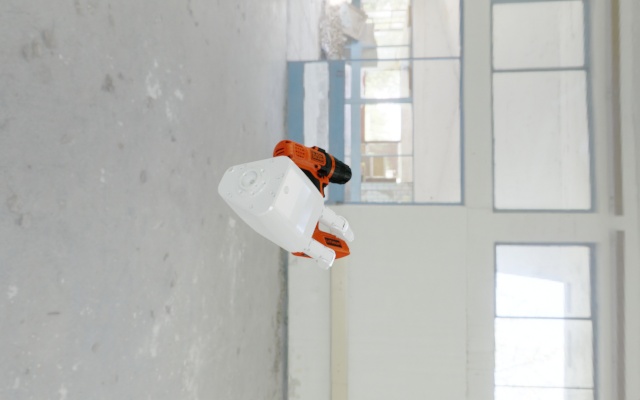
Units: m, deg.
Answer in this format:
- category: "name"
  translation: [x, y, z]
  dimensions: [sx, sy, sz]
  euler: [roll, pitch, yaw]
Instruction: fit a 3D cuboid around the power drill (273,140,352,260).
- category: "power drill"
  translation: [0.000, 0.003, 0.795]
  dimensions: [0.057, 0.187, 0.184]
  euler: [-23, -24, 36]
